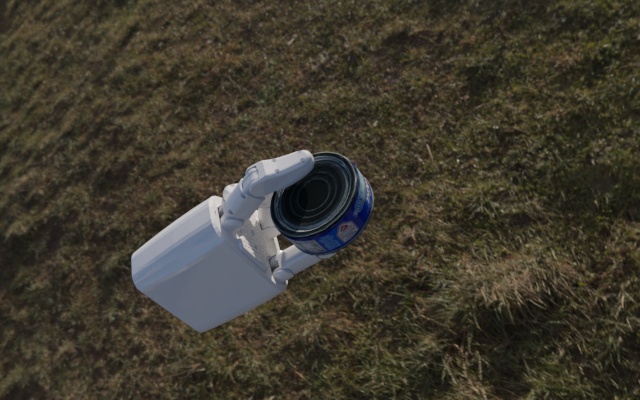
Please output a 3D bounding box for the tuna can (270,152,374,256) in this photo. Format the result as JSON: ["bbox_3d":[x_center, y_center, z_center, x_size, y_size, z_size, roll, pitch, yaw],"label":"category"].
[{"bbox_3d":[0.000,0.001,0.407,0.086,0.086,0.034,0,-30,33],"label":"tuna can"}]
